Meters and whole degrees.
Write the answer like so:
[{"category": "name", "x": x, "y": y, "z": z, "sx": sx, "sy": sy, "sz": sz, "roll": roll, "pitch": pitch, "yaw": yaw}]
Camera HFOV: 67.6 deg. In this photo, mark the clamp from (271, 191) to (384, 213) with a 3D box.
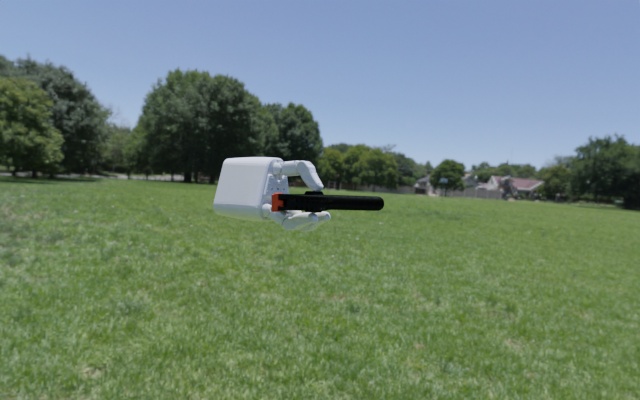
[{"category": "clamp", "x": 0.000, "y": 0.002, "z": 0.799, "sx": 0.164, "sy": 0.036, "sz": 0.210, "roll": 2, "pitch": 1, "yaw": 30}]
